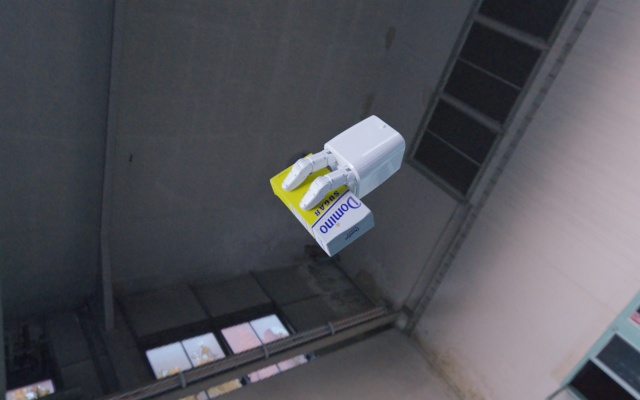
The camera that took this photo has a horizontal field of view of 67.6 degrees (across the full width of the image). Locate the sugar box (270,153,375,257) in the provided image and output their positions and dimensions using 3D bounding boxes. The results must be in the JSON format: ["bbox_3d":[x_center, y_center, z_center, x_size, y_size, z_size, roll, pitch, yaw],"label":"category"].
[{"bbox_3d":[0.000,0.002,0.799,0.093,0.048,0.176,-35,51,-13],"label":"sugar box"}]
